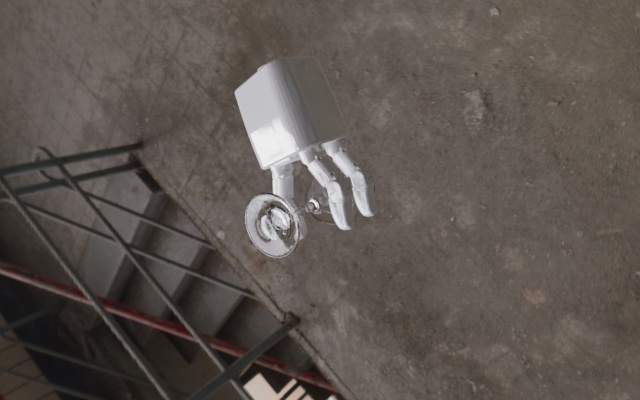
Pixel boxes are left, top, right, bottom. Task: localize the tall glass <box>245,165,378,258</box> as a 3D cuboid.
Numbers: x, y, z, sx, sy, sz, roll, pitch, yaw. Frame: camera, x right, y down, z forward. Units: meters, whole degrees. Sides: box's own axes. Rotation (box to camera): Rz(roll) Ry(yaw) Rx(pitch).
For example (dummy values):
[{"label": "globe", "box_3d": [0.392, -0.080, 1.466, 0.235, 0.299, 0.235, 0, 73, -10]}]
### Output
[{"label": "tall glass", "box_3d": [0.000, 0.002, 0.594, 0.079, 0.079, 0.201, 0, 14, 34]}]
